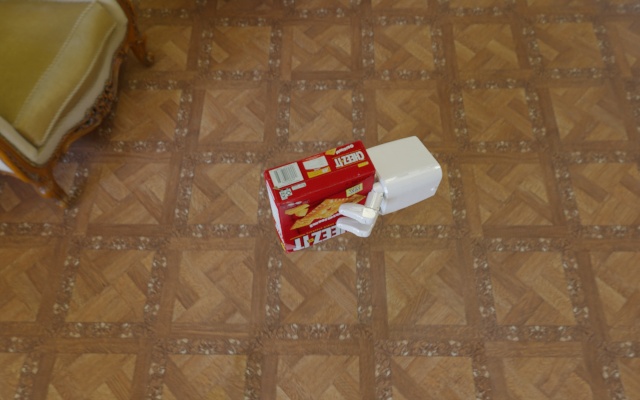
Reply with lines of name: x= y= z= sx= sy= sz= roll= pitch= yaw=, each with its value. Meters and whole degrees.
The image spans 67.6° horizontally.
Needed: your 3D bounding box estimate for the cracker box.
cracker box: x=0.000 y=0.002 z=0.817 sx=0.164 sy=0.072 sz=0.214 roll=-19 pitch=-26 yaw=-9
